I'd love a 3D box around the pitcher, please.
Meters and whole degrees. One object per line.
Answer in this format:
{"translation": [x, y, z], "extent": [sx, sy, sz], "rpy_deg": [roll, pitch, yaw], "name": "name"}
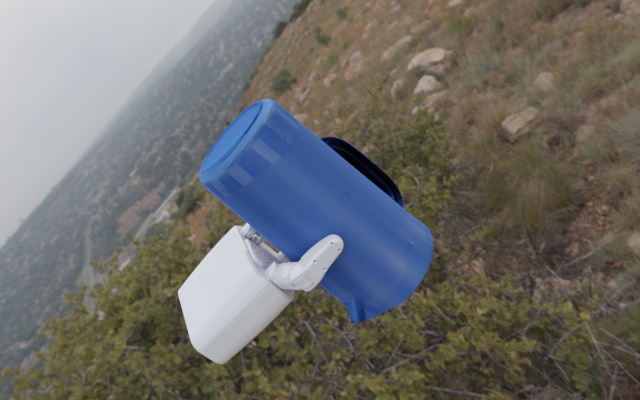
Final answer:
{"translation": [0.000, 0.002, 0.517], "extent": [0.243, 0.145, 0.149], "rpy_deg": [41, 7, -24], "name": "pitcher"}
